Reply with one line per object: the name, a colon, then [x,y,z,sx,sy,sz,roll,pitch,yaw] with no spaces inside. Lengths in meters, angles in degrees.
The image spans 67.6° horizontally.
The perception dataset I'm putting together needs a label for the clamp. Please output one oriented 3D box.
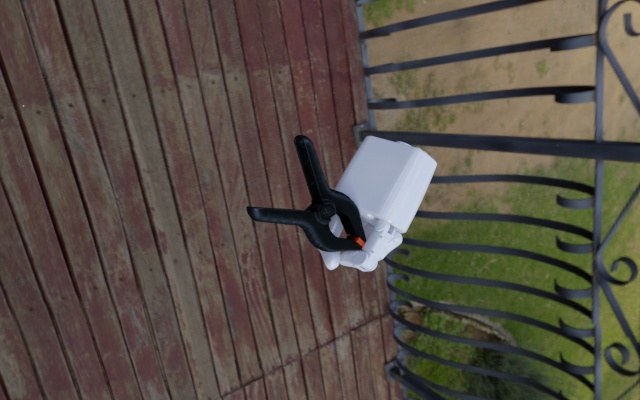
clamp: [0.000,0.002,0.602,0.171,0.120,0.039,32,-8,-32]
